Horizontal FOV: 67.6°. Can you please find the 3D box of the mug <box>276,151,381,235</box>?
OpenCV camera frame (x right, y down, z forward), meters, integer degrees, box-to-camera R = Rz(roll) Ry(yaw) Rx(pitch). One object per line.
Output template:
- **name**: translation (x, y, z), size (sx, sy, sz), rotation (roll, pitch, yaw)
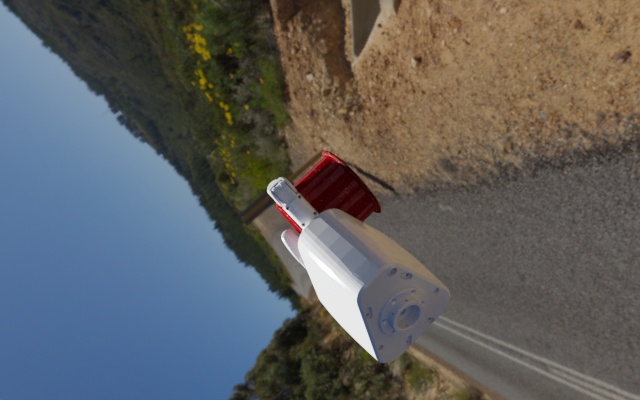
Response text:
- **mug**: translation (-0.001, 0.001, 0.537), size (0.093, 0.081, 0.117), rotation (52, -8, -36)
